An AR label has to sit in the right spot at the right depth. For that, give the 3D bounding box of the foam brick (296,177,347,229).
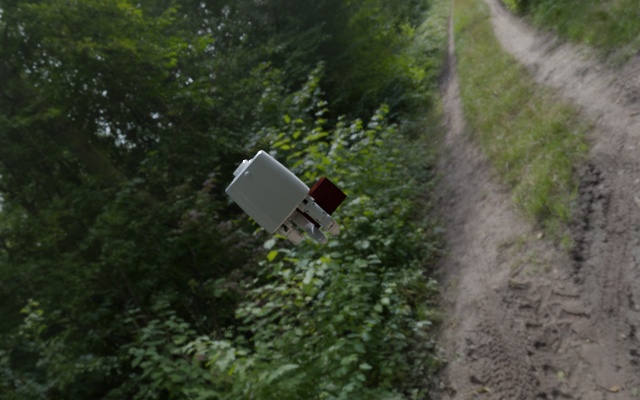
[{"bbox_3d":[0.000,0.003,0.831,0.051,0.078,0.053,42,-3,-7],"label":"foam brick"}]
